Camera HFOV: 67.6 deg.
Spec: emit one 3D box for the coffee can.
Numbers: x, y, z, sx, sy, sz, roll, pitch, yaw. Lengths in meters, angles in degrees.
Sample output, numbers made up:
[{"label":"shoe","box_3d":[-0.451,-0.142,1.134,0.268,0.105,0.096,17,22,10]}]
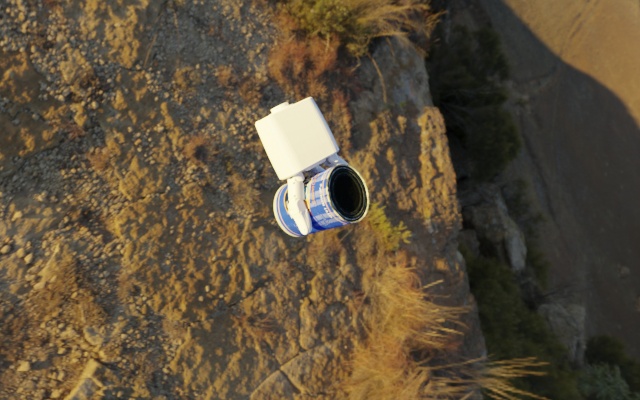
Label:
[{"label":"coffee can","box_3d":[0.000,0.003,0.844,0.103,0.103,0.140,0,-13,-45]}]
